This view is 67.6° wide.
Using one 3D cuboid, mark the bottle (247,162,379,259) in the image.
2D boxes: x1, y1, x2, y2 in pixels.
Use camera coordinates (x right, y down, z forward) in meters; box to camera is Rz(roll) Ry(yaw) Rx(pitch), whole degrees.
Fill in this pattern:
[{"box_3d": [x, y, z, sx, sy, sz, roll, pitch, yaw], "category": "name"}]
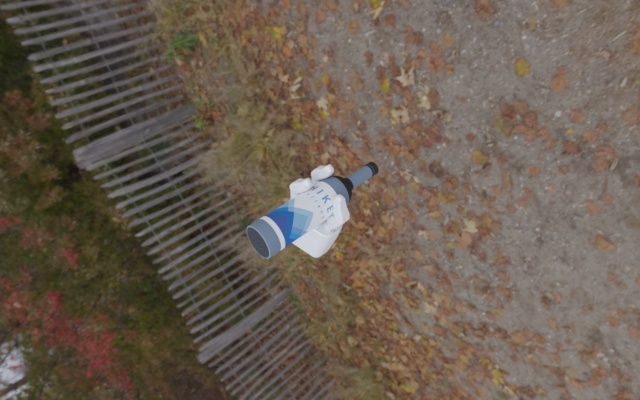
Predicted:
[{"box_3d": [0.000, 0.003, 0.894, 0.295, 0.069, 0.069, -33, 17, -29], "category": "bottle"}]
